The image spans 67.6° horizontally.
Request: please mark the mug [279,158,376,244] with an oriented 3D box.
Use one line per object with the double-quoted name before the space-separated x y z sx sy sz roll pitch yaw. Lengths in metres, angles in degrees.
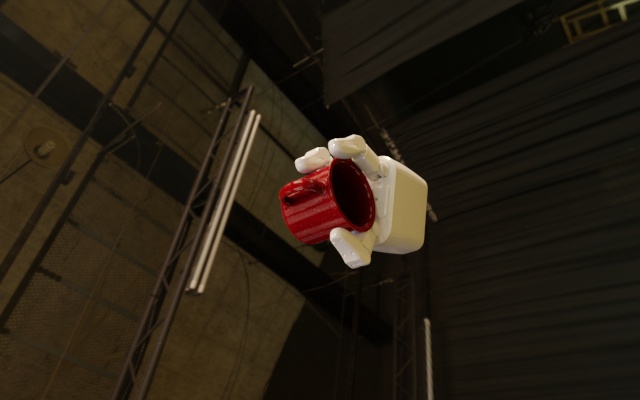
"mug" -0.001 0.002 0.565 0.081 0.093 0.117 -22 -25 33
